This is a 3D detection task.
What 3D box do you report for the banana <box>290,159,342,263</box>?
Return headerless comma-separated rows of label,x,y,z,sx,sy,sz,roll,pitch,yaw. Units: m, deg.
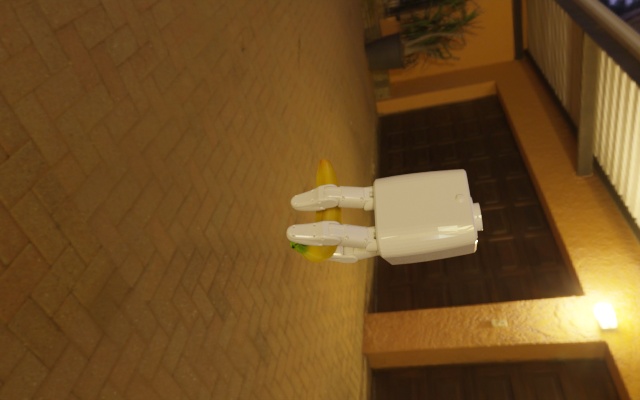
banana,0.005,0.019,0.626,0.037,0.070,0.197,-9,32,16
